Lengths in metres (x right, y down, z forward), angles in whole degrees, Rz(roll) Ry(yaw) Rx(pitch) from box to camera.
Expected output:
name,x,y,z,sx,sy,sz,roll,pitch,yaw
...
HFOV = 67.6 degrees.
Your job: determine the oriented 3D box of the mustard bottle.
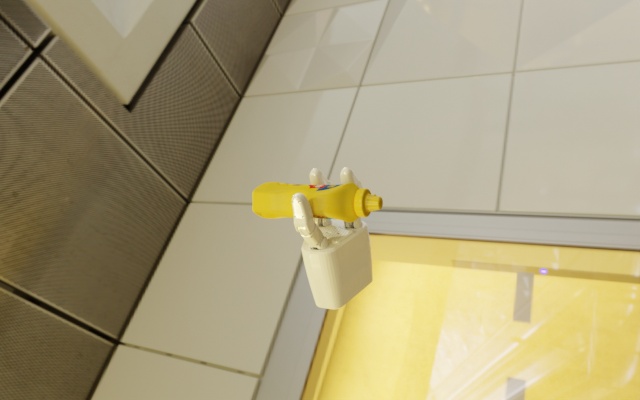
name,x,y,z,sx,sy,sz,roll,pitch,yaw
mustard bottle,0.000,0.002,0.714,0.191,0.058,0.096,2,1,28
